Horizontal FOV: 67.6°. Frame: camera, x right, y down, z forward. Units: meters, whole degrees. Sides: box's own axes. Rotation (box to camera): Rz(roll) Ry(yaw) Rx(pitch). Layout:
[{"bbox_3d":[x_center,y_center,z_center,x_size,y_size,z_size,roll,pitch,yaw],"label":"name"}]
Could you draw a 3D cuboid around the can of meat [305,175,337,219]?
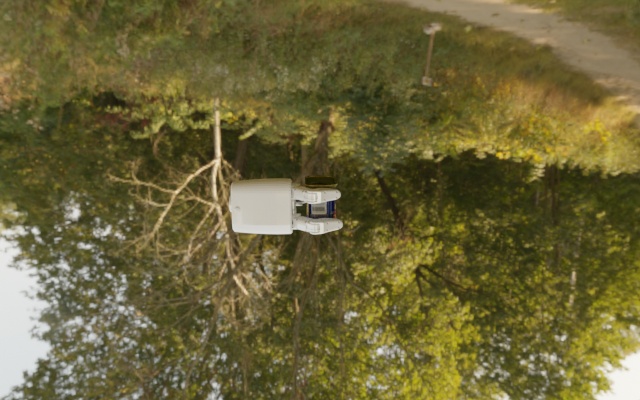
[{"bbox_3d":[0.000,0.003,0.879,0.057,0.084,0.102,-1,13,-2],"label":"can of meat"}]
